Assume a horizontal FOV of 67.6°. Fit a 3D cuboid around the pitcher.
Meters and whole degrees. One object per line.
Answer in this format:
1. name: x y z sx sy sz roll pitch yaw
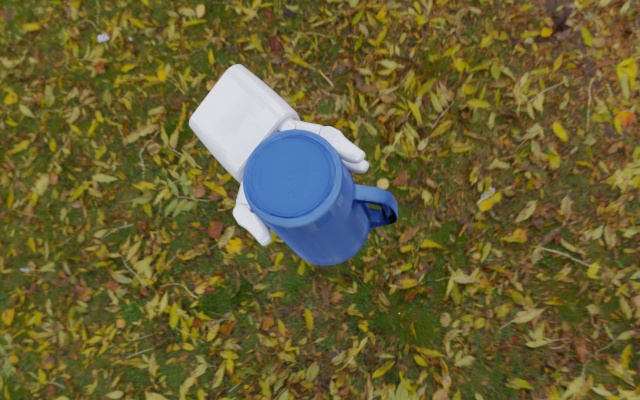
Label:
1. pitcher: 0.000 0.002 0.600 0.145 0.149 0.243 46 -3 16
